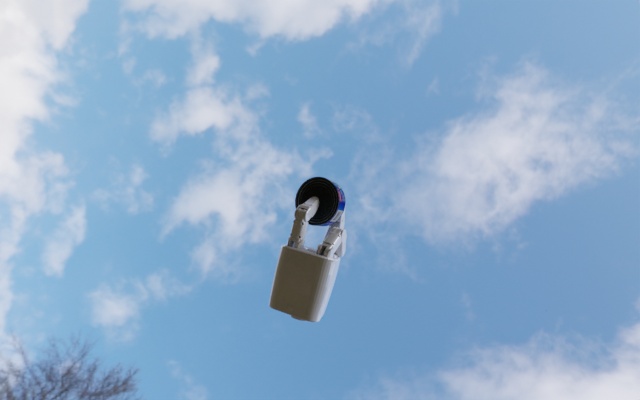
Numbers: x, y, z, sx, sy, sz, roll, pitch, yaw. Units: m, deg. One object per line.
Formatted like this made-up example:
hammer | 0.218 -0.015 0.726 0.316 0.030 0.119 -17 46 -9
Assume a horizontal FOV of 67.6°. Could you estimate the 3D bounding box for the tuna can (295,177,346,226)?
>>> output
tuna can | 0.000 0.003 0.842 0.086 0.086 0.034 0 -6 26
